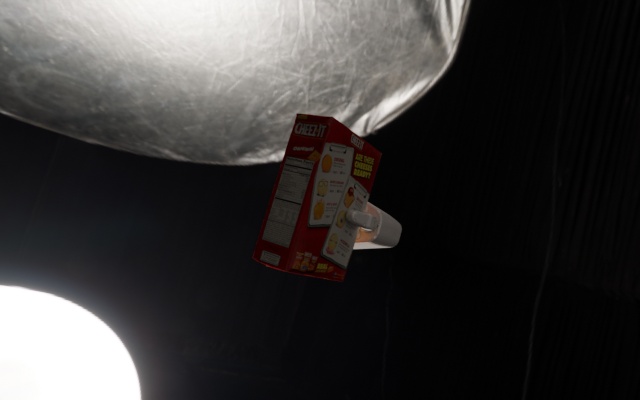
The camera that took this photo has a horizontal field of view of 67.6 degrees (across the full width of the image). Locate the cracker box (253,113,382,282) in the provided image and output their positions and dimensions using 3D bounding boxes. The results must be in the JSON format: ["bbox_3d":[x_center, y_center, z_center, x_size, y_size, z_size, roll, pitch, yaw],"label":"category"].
[{"bbox_3d":[0.000,0.002,0.699,0.072,0.213,0.164,13,-5,33],"label":"cracker box"}]
